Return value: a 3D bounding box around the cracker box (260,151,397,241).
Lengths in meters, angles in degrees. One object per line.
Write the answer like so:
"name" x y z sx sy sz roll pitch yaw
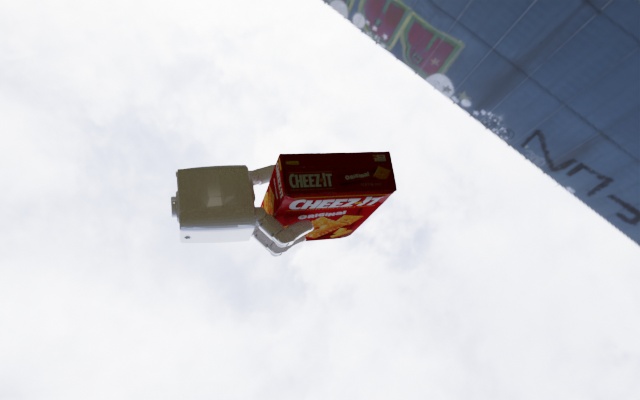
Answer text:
"cracker box" 0.000 0.002 0.741 0.164 0.072 0.214 -4 -20 -17
